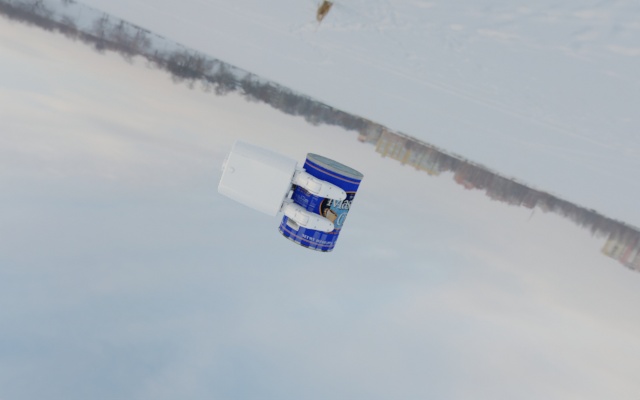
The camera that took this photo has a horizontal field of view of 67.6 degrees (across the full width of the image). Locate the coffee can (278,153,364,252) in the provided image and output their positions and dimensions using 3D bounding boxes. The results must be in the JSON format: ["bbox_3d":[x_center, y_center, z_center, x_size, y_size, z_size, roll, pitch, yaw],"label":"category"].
[{"bbox_3d":[0.000,0.003,0.814,0.103,0.140,0.102,21,11,-4],"label":"coffee can"}]
